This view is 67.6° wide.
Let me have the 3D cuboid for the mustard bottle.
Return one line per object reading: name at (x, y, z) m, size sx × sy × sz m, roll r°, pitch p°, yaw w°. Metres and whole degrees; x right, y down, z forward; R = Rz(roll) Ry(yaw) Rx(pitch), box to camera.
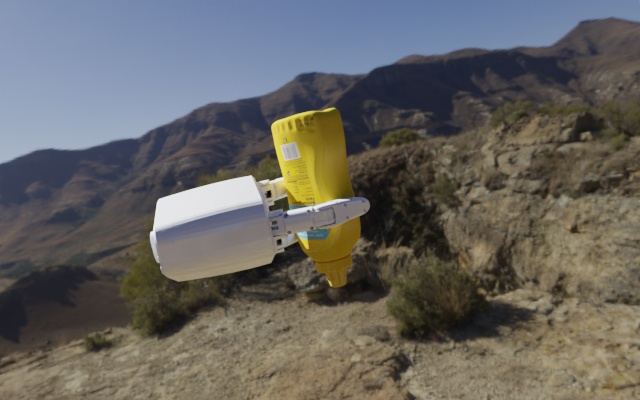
mustard bottle at (0.000, 0.001, 0.522) m, size 0.058 × 0.191 × 0.096 m, roll -16°, pitch 8°, yaw -35°
